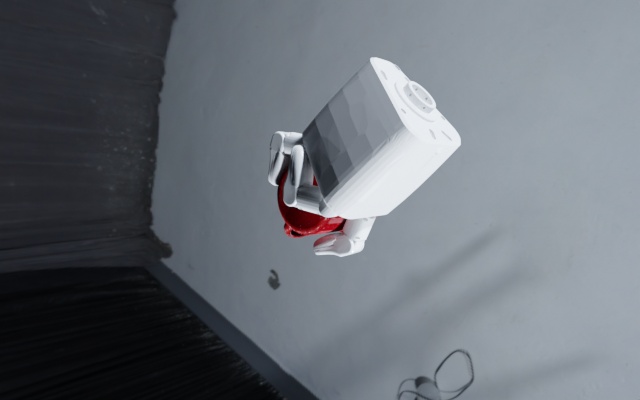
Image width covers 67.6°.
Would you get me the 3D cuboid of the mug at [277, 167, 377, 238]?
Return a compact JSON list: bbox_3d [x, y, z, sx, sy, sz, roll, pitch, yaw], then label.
[{"bbox_3d":[-0.001,0.003,0.533,0.081,0.093,0.117,-4,-35,-49],"label":"mug"}]
